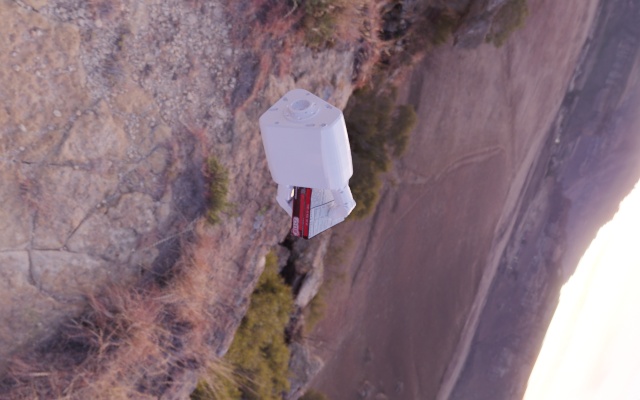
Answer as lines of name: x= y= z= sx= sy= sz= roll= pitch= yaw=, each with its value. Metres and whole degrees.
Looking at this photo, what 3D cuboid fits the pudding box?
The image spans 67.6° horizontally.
pudding box: x=0.000 y=0.002 z=0.757 sx=0.039 sy=0.090 sz=0.113 roll=19 pitch=24 yaw=31
